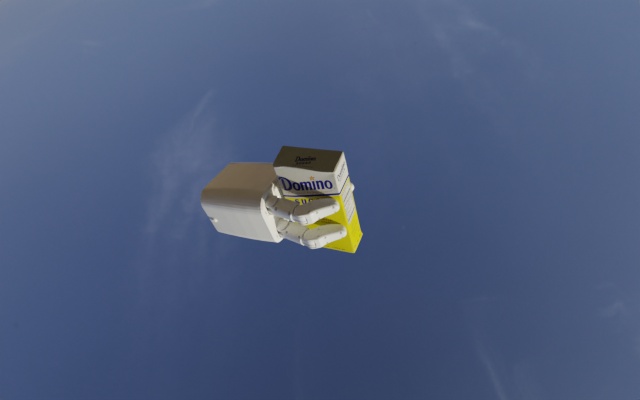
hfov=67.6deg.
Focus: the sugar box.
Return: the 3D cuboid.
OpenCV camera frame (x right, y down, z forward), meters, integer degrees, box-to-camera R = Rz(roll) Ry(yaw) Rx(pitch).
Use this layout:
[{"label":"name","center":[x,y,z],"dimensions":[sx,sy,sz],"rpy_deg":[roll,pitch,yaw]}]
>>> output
[{"label":"sugar box","center":[0.000,0.003,0.688],"dimensions":[0.093,0.048,0.176],"rpy_deg":[8,-37,23]}]
